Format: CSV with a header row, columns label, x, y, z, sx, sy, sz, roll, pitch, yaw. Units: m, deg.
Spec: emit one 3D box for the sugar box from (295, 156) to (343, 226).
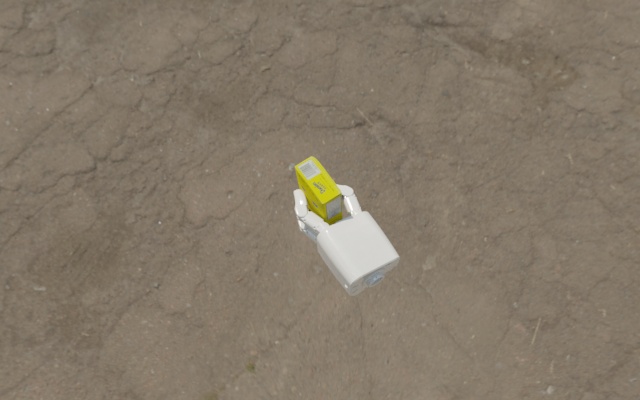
label,x,y,z,sx,sy,sz,roll,pitch,yaw
sugar box,0.000,0.003,0.887,0.048,0.093,0.176,-30,-25,-13
